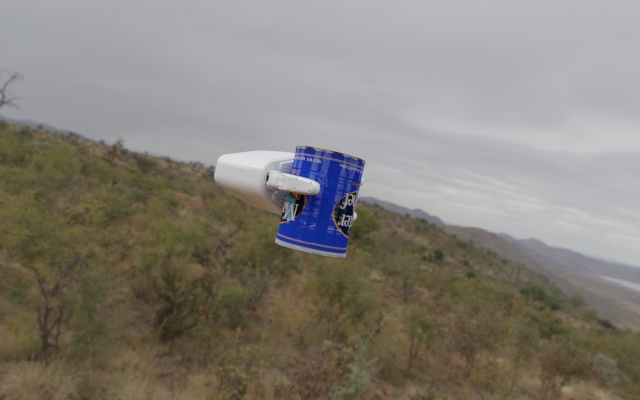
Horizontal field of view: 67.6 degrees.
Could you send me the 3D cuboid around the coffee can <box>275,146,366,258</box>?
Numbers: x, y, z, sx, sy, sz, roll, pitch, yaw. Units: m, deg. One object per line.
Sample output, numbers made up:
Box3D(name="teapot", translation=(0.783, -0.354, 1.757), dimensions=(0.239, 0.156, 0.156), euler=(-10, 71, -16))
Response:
Box3D(name="coffee can", translation=(0.000, 0.002, 0.680), dimensions=(0.103, 0.140, 0.103), euler=(12, 0, 0))
